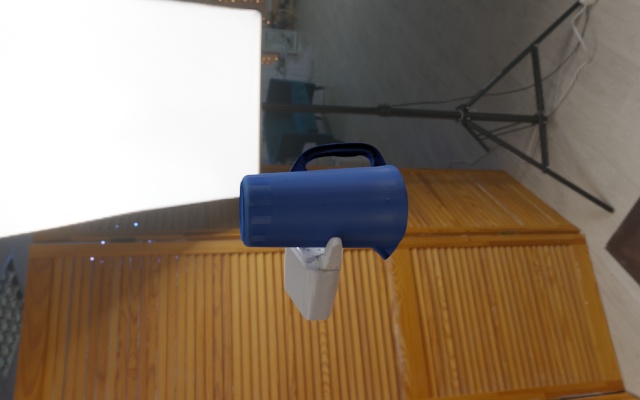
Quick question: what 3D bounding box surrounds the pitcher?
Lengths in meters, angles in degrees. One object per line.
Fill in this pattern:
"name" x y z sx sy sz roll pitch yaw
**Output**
"pitcher" 0.000 0.003 0.733 0.243 0.145 0.149 -1 31 -13
